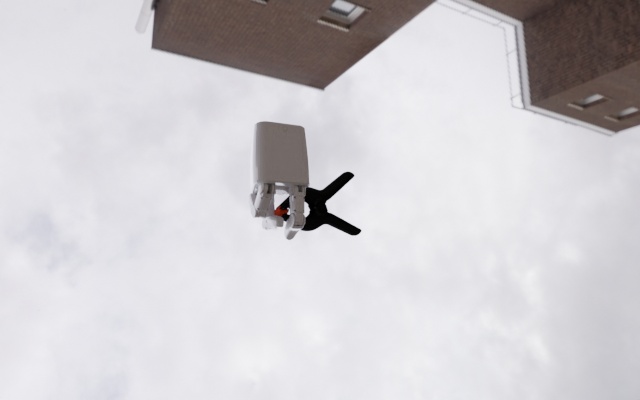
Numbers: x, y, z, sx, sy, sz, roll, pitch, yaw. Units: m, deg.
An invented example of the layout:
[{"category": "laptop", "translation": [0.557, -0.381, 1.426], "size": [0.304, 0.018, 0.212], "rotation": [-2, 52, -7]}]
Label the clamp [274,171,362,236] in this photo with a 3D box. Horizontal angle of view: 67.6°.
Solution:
[{"category": "clamp", "translation": [0.000, 0.003, 0.865], "size": [0.171, 0.120, 0.039], "rotation": [4, -12, -30]}]
